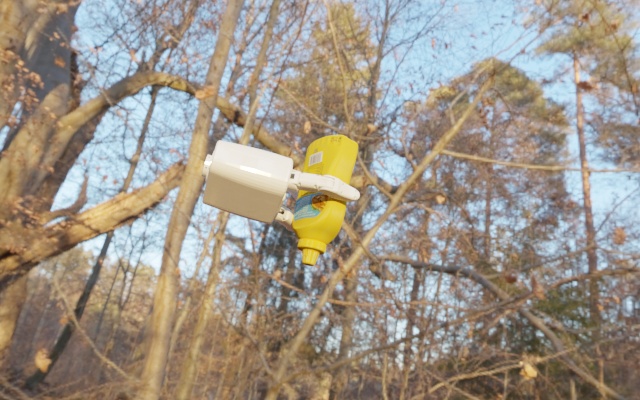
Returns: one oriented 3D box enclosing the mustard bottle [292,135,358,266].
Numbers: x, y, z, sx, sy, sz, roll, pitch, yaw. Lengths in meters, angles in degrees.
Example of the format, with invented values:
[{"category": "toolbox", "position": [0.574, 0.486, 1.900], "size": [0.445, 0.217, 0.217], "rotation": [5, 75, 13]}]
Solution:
[{"category": "mustard bottle", "position": [0.000, 0.002, 0.707], "size": [0.058, 0.191, 0.096], "rotation": [25, -24, -33]}]
